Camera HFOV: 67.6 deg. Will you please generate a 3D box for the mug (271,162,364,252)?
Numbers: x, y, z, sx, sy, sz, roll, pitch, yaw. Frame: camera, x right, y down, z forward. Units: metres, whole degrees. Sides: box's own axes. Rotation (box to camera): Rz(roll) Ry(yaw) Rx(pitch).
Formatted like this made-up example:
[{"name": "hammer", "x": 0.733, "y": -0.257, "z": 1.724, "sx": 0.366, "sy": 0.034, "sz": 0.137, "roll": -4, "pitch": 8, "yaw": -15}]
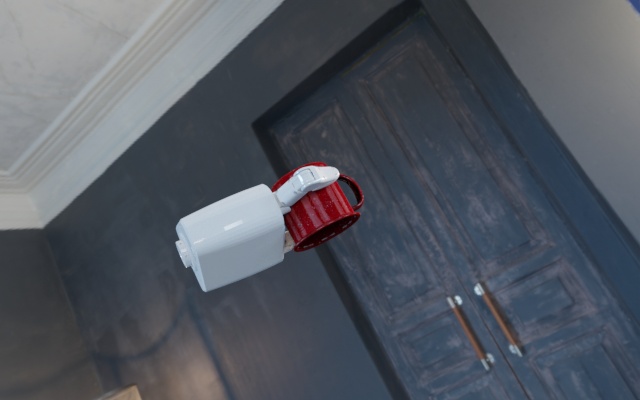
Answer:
[{"name": "mug", "x": 0.001, "y": 0.001, "z": 0.598, "sx": 0.117, "sy": 0.081, "sz": 0.093, "roll": -23, "pitch": -16, "yaw": -23}]
